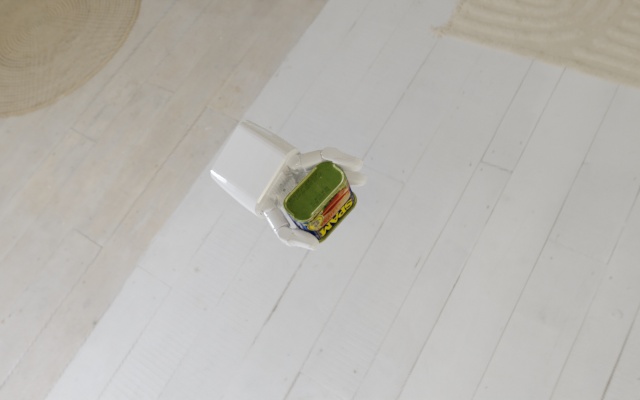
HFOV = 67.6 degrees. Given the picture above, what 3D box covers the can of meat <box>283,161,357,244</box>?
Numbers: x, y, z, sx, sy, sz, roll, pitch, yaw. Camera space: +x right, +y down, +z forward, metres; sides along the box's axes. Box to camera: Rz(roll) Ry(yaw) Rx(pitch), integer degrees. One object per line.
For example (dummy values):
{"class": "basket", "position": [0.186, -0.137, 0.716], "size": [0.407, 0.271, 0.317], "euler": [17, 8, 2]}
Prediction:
{"class": "can of meat", "position": [0.000, 0.002, 0.687], "size": [0.057, 0.102, 0.084], "euler": [39, -10, 25]}
